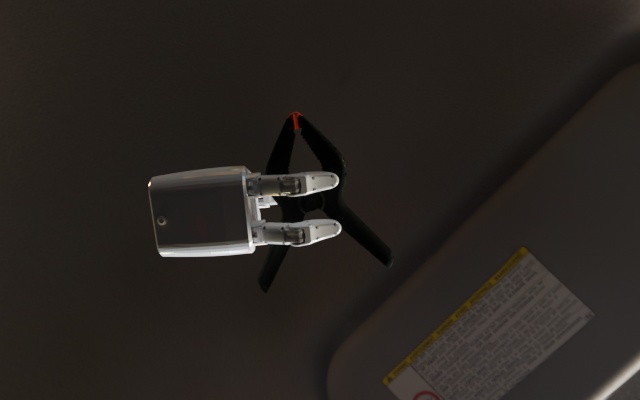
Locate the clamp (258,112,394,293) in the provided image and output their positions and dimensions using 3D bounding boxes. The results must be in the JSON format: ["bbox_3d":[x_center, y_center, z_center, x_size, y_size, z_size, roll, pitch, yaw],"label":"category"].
[{"bbox_3d":[0.000,0.001,0.557,0.164,0.210,0.036,-5,12,-3],"label":"clamp"}]
